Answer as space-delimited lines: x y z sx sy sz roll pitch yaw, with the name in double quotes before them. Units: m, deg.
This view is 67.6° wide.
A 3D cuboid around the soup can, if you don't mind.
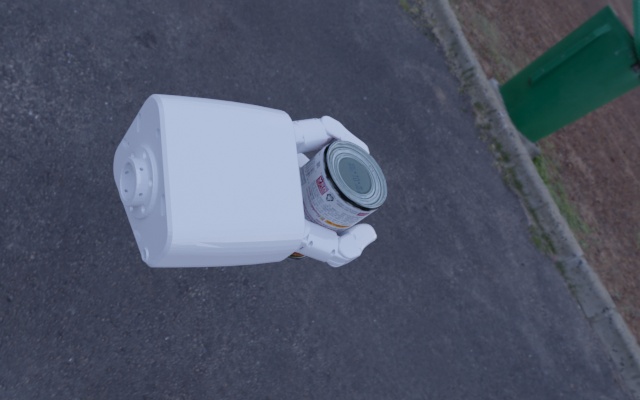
"soup can" 0.001 0.001 0.421 0.068 0.068 0.102 0 -28 -43
